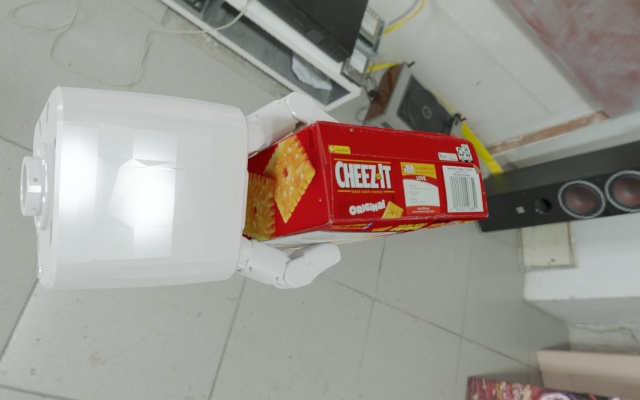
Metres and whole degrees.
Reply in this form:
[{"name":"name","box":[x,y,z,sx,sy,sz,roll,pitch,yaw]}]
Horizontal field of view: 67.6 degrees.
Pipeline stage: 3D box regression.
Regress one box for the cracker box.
[{"name":"cracker box","box":[0.000,0.001,0.404,0.164,0.072,0.214,-1,-10,-38]}]
